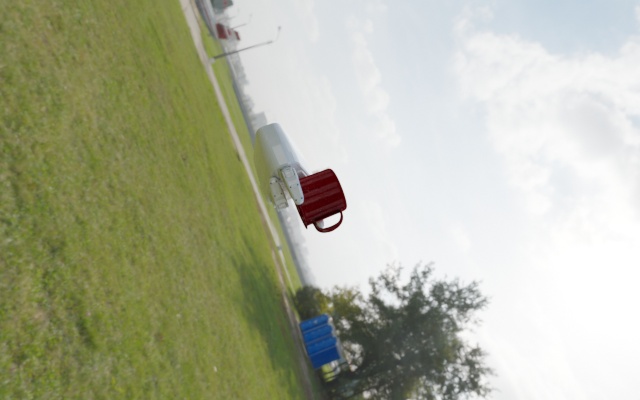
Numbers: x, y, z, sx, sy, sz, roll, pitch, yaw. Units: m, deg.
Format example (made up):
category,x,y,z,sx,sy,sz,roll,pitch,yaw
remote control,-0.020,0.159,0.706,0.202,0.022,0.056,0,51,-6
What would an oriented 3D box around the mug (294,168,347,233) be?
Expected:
category,x,y,z,sx,sy,sz,roll,pitch,yaw
mug,0.001,0.004,0.835,0.081,0.117,0.093,-22,-30,-6
